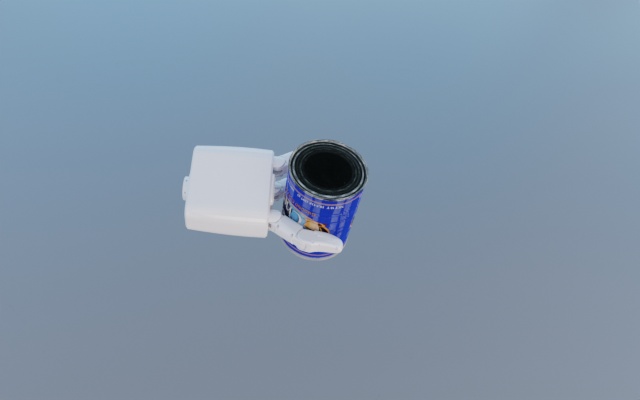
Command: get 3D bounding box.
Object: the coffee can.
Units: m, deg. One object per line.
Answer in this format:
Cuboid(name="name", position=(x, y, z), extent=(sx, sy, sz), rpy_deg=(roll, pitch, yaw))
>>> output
Cuboid(name="coffee can", position=(0.000, 0.002, 0.650), extent=(0.103, 0.102, 0.140), rpy_deg=(0, -38, -11))
